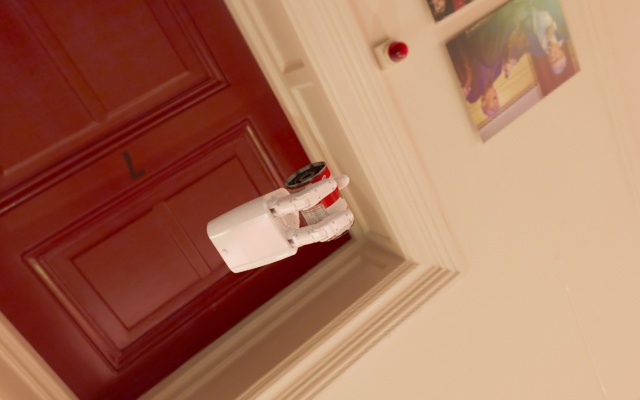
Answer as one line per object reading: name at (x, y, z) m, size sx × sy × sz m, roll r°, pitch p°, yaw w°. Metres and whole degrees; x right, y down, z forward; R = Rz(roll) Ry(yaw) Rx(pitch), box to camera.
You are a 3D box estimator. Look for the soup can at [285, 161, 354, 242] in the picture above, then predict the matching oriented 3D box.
soup can at (0.001, 0.002, 0.713) m, size 0.068 × 0.102 × 0.068 m, roll -25°, pitch 20°, yaw 10°
